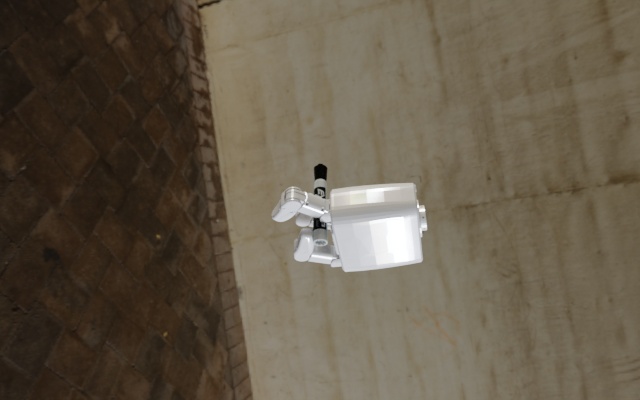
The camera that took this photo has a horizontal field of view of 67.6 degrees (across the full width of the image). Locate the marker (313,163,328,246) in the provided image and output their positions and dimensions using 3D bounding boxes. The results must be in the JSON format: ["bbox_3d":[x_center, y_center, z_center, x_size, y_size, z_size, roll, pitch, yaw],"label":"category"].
[{"bbox_3d":[0.000,0.002,0.622,0.020,0.121,0.020,0,-34,0],"label":"marker"}]
